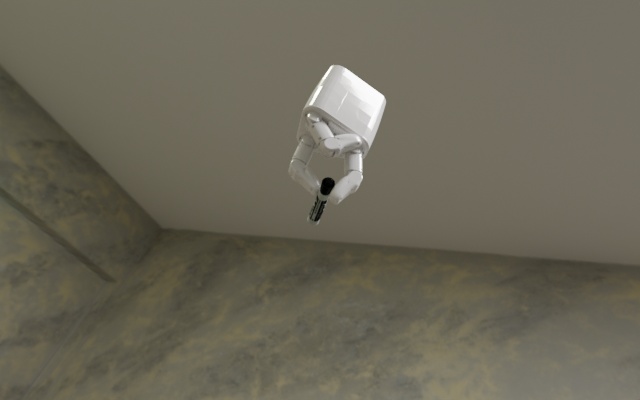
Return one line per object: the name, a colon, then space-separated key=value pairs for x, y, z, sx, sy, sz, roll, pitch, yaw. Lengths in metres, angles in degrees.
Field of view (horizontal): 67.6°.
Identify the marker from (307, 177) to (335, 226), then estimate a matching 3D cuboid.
marker: x=0.000 y=0.002 z=0.706 sx=0.020 sy=0.020 sz=0.121 roll=0 pitch=-30 yaw=-13
